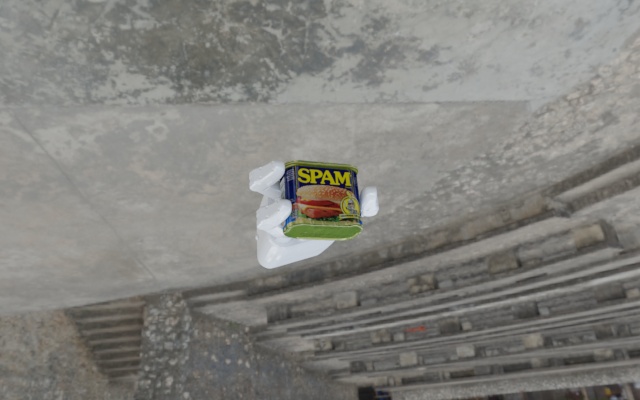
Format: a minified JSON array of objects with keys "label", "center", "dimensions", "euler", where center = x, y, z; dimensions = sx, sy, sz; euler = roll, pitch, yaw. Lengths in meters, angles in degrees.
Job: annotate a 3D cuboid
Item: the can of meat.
[{"label":"can of meat","center":[0.000,0.002,0.595],"dimensions":[0.102,0.084,0.057],"euler":[3,-25,-18]}]
